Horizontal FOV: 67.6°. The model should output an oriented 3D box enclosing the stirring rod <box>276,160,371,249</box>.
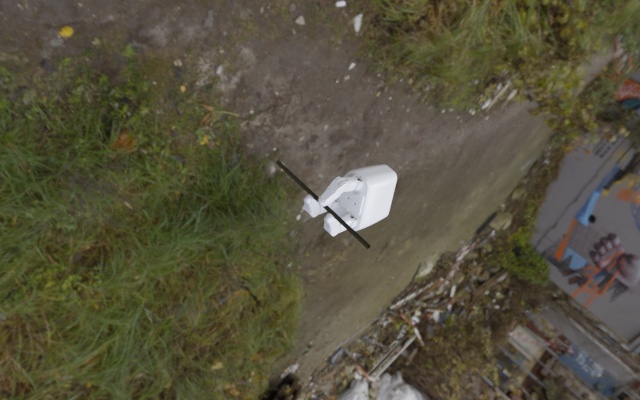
[{"bbox_3d":[0.000,0.003,0.837,0.239,0.011,0.011,43,21,25],"label":"stirring rod"}]
